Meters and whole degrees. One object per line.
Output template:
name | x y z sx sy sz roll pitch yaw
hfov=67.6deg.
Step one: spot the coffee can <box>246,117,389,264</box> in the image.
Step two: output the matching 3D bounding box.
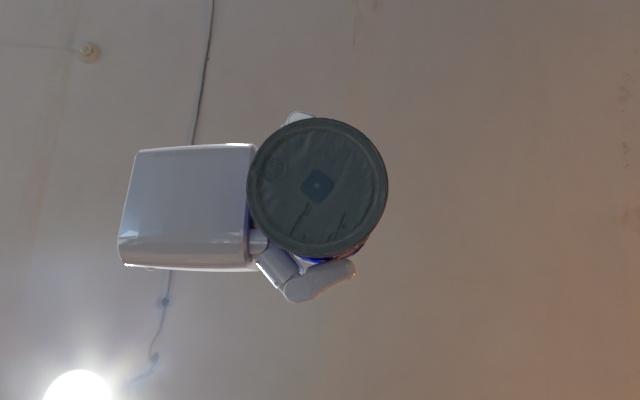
coffee can | 0.000 0.001 0.409 0.103 0.102 0.140 0 -10 2
